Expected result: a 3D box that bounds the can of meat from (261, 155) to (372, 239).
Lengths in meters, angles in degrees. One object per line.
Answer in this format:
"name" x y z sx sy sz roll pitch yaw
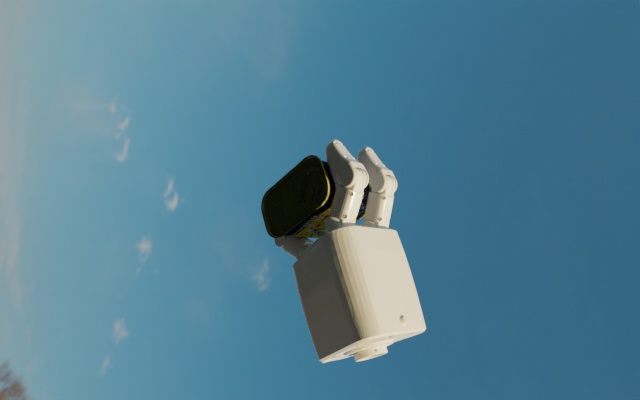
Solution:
"can of meat" 0.000 0.002 0.521 0.084 0.057 0.102 9 -37 -44
